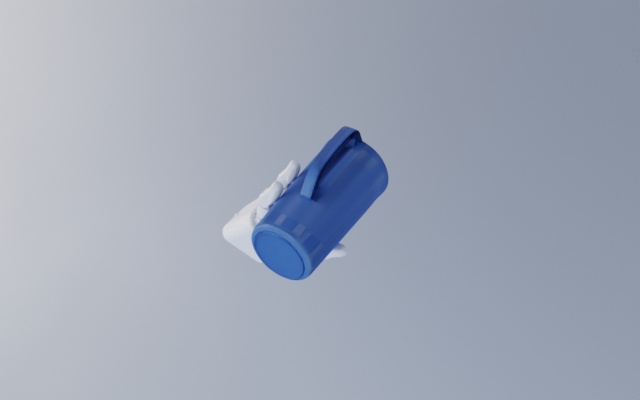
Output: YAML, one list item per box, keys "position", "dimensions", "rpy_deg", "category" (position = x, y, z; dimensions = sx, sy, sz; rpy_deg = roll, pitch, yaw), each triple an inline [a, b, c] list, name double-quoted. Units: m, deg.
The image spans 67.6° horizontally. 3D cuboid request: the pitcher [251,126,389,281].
- position: [0.000, 0.003, 0.761]
  dimensions: [0.145, 0.149, 0.242]
  rpy_deg: [-21, 22, 47]
  category: "pitcher"
